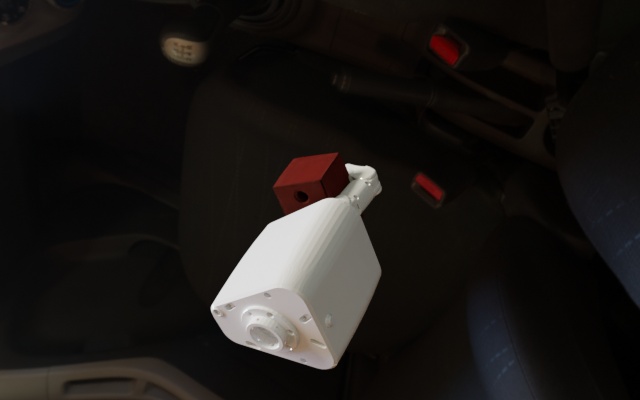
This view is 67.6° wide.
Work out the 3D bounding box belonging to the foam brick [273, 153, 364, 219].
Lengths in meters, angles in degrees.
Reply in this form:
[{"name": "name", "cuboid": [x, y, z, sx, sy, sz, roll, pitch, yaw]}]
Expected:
[{"name": "foam brick", "cuboid": [0.000, 0.001, 0.455, 0.053, 0.078, 0.051, -6, 31, 31]}]
